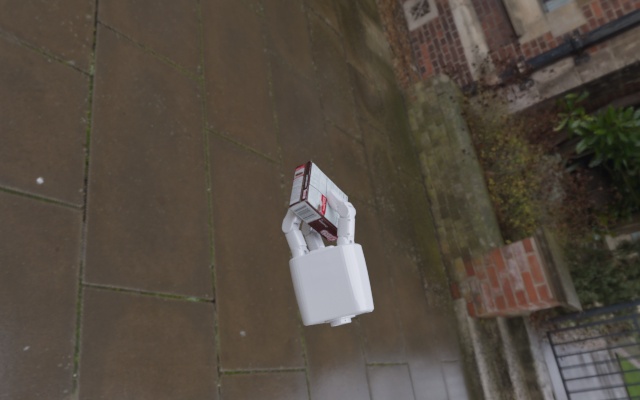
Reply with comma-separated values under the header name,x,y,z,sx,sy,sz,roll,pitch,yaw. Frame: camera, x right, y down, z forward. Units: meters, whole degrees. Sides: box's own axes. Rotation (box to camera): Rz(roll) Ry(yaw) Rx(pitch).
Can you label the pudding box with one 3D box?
name,x,y,z,sx,sy,sz,roll,pitch,yaw
pudding box,0.000,0.003,0.799,0.039,0.090,0.113,-22,-47,29
